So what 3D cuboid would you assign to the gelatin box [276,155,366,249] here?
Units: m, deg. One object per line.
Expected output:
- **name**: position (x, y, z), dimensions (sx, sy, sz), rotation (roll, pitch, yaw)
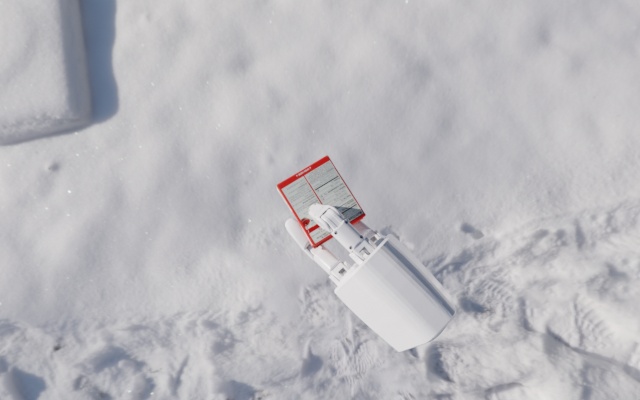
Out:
- **gelatin box**: position (0.000, 0.002, 0.576), dimensions (0.073, 0.089, 0.030), rotation (-32, -5, -8)
